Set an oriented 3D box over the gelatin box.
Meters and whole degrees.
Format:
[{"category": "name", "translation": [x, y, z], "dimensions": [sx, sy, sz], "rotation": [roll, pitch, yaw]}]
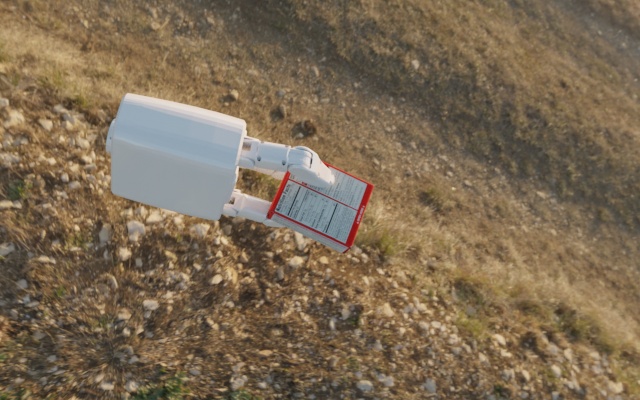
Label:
[{"category": "gelatin box", "translation": [0.001, 0.002, 0.481], "dimensions": [0.089, 0.073, 0.030], "rotation": [24, -23, -6]}]
